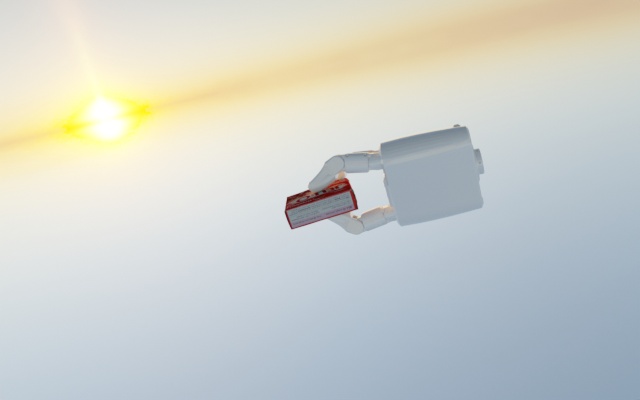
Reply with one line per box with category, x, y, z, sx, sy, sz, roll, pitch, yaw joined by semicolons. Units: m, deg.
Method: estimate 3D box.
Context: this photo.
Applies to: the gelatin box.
gelatin box;0.000;0.003;0.611;0.089;0.030;0.073;-18;14;3
